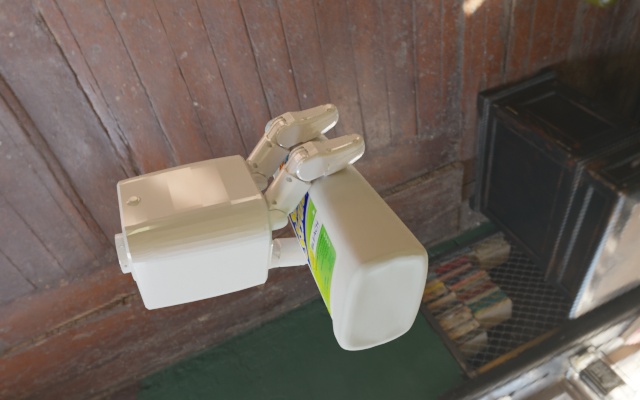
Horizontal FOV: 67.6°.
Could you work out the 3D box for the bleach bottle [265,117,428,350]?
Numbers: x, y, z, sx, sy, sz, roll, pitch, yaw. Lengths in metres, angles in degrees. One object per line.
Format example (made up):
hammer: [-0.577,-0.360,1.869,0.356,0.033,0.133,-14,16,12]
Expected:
bleach bottle: [0.000,0.001,0.428,0.068,0.103,0.250,-11,39,-20]
